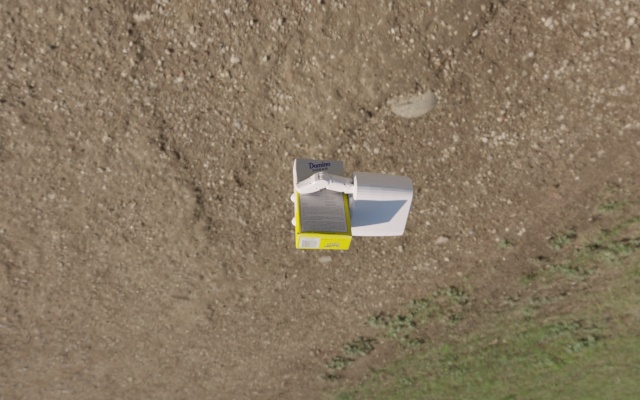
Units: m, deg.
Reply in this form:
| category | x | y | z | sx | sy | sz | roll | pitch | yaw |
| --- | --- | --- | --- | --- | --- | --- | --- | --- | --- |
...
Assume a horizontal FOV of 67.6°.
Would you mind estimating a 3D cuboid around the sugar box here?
| category | x | y | z | sx | sy | sz | roll | pitch | yaw |
| --- | --- | --- | --- | --- | --- | --- | --- | --- | --- |
| sugar box | 0.000 | 0.003 | 0.850 | 0.093 | 0.176 | 0.048 | 3 | -42 | -8 |
